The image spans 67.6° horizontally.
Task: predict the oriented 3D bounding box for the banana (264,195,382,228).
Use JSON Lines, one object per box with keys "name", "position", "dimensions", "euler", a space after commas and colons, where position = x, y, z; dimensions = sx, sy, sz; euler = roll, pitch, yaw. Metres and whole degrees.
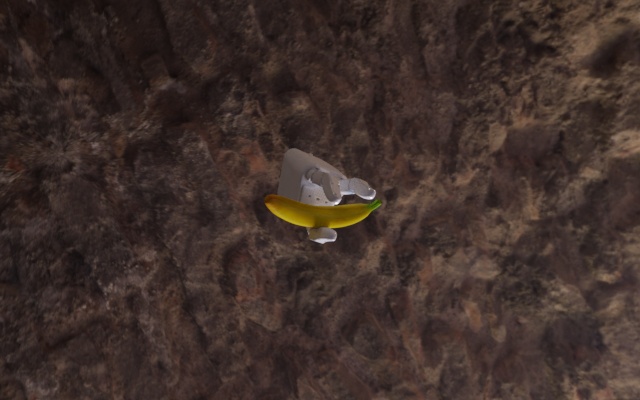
{"name": "banana", "position": [-0.001, 0.017, 0.785], "dimensions": [0.198, 0.070, 0.037], "euler": [0, 41, -21]}
